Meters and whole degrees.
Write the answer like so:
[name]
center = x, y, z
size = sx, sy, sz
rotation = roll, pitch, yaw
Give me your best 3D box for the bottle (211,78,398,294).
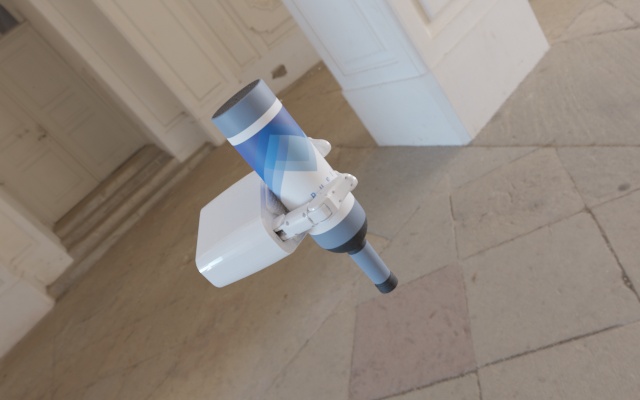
[bottle]
center = 0.000, 0.002, 0.541
size = 0.069, 0.296, 0.069
rotation = -32, 24, 16
